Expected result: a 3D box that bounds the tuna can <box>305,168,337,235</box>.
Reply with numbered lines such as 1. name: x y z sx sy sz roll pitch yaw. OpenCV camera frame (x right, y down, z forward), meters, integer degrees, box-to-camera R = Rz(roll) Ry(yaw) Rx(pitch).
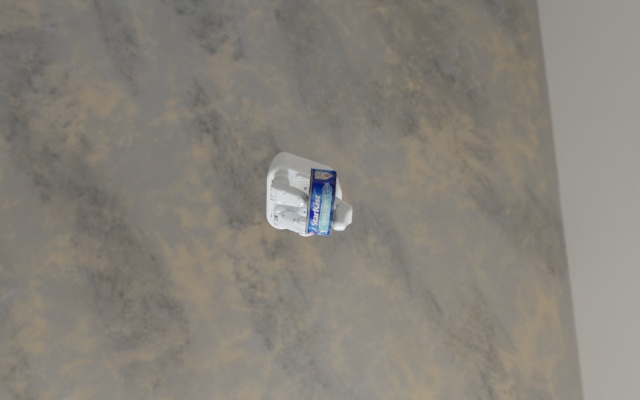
1. tuna can: 0.001 0.002 0.615 0.034 0.086 0.086 6 0 -1
